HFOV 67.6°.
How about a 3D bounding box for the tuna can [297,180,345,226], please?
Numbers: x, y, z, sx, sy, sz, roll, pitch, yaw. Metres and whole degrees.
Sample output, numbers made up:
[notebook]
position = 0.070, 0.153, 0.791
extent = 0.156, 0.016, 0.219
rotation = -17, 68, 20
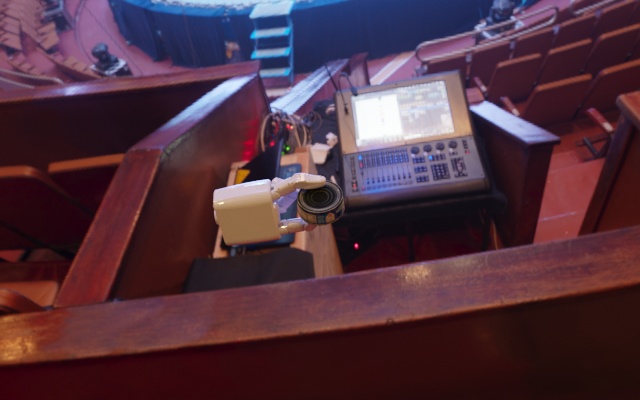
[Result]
[tuna can]
position = 0.000, 0.002, 0.863
extent = 0.086, 0.086, 0.034
rotation = 0, -44, 6
